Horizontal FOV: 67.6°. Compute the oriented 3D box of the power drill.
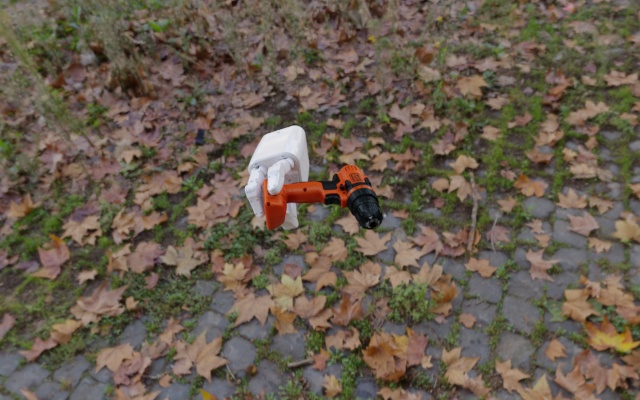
[{"bbox_3d":[0.000,0.002,0.800,0.187,0.057,0.184,-6,27,-6],"label":"power drill"}]
